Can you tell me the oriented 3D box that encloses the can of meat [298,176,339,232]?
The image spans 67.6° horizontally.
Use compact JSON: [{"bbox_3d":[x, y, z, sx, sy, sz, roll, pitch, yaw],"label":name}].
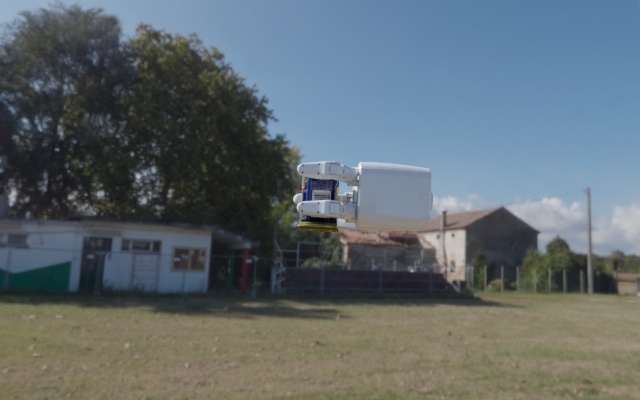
[{"bbox_3d":[0.000,0.002,0.722,0.057,0.084,0.102,3,-7,4],"label":"can of meat"}]
